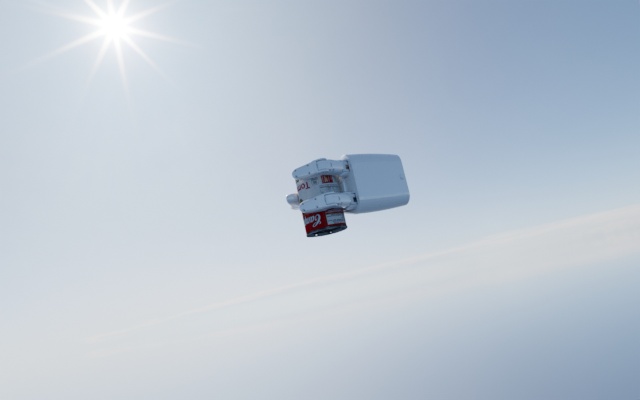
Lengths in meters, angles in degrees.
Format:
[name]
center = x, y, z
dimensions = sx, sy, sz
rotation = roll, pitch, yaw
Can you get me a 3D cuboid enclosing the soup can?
[soup can]
center = 0.000, 0.002, 0.772
dimensions = 0.068, 0.102, 0.068
rotation = -12, -11, -2
